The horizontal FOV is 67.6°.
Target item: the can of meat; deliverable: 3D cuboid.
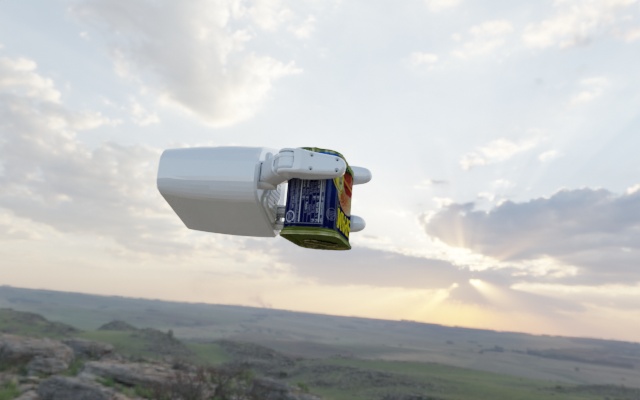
[{"bbox_3d":[0.000,0.001,0.478,0.057,0.084,0.102,1,-13,14],"label":"can of meat"}]
